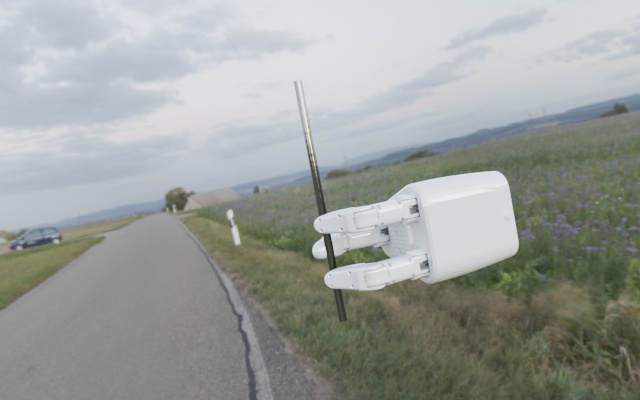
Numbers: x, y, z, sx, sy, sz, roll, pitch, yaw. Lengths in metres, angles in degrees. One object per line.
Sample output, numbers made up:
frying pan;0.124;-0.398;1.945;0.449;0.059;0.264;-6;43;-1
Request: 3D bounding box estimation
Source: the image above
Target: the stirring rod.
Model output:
stirring rod;0.000;0.002;0.470;0.011;0.239;0.011;-11;2;0
